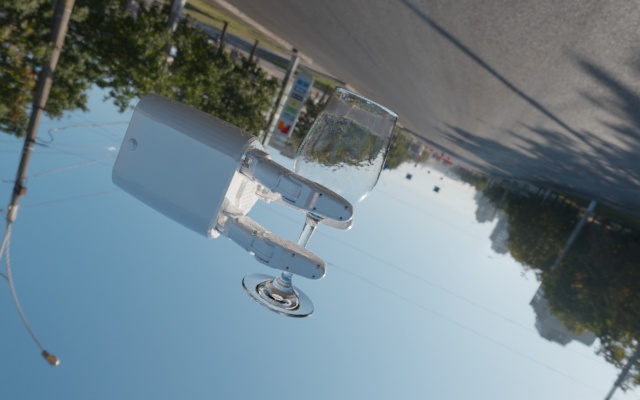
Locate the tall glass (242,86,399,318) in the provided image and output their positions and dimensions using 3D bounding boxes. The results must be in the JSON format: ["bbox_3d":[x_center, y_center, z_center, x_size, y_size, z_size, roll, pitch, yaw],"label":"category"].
[{"bbox_3d":[0.000,0.002,0.436,0.079,0.201,0.079,24,11,-5],"label":"tall glass"}]
